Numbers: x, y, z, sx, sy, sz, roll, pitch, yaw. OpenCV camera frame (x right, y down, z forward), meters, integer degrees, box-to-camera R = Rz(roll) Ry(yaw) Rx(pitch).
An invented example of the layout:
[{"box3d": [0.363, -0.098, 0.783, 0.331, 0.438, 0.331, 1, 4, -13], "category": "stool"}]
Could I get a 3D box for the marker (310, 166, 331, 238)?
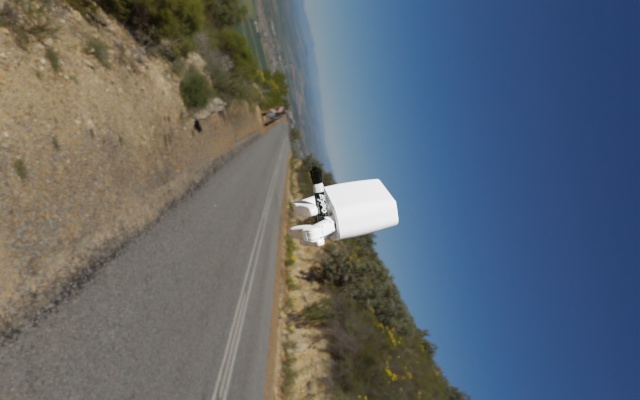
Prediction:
[{"box3d": [0.000, 0.003, 0.787, 0.020, 0.121, 0.020, -8, 14, 2], "category": "marker"}]
